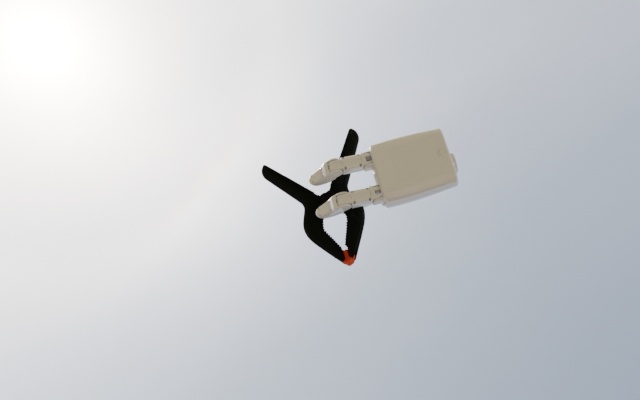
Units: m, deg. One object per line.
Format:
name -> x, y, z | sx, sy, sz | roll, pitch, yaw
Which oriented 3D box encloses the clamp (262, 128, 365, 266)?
clamp -> 0.001, 0.003, 0.730 | 0.164, 0.210, 0.036 | -16, -22, 9
